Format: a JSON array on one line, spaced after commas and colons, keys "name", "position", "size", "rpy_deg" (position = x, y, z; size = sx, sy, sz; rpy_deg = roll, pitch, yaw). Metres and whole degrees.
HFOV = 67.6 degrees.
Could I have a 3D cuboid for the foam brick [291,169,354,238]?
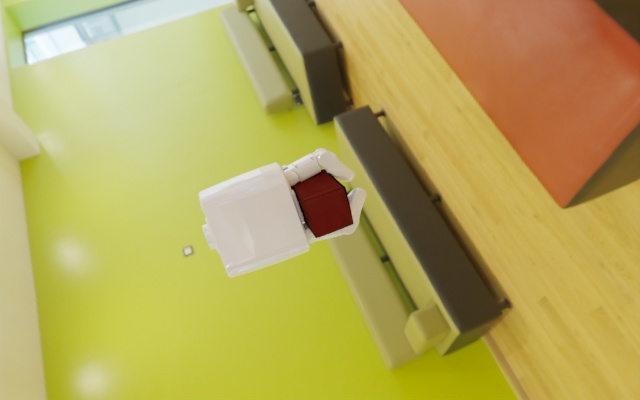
[{"name": "foam brick", "position": [0.000, 0.002, 0.587], "size": [0.051, 0.053, 0.078], "rpy_deg": [-20, 24, -10]}]
